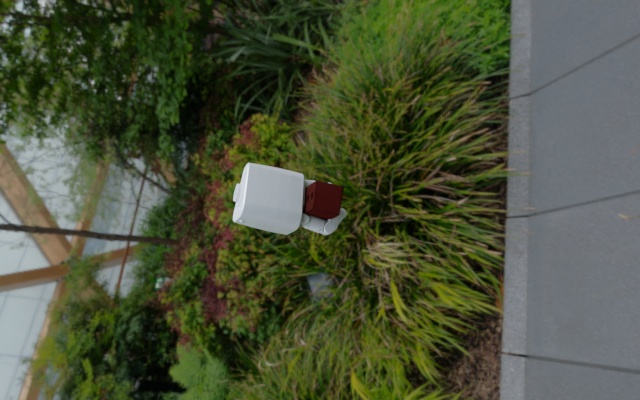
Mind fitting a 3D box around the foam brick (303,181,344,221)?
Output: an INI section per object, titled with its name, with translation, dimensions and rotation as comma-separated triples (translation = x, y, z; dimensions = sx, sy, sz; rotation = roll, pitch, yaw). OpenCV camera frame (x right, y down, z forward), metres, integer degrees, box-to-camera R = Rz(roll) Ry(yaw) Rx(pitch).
[foam brick]
translation = 0.000, 0.003, 0.843
dimensions = 0.051, 0.053, 0.078
rotation = 14, -16, -17
